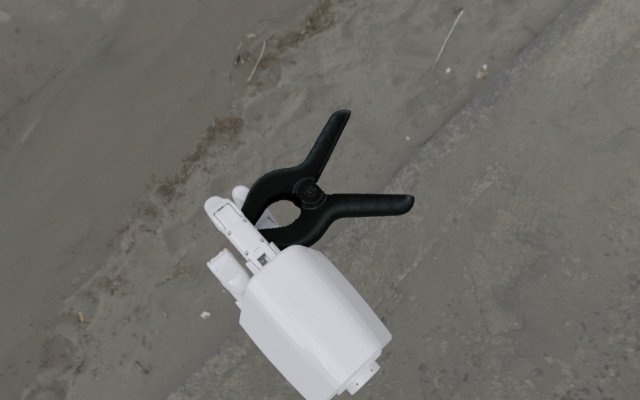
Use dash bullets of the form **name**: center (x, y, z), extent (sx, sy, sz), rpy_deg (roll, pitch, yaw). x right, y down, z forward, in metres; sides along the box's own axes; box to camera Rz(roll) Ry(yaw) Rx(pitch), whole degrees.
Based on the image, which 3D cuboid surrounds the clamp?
- **clamp**: center (0.000, 0.001, 0.441), extent (0.171, 0.120, 0.039), rpy_deg (-40, -18, -14)
